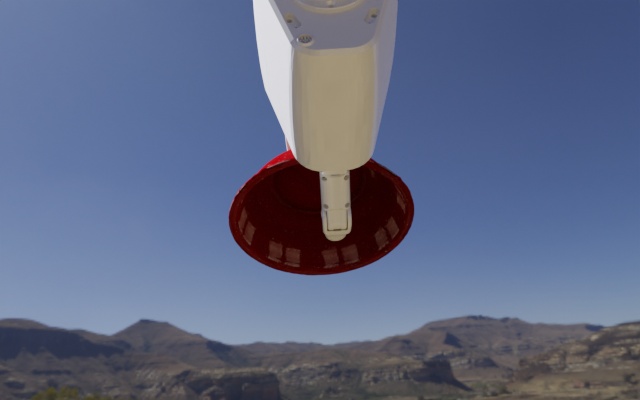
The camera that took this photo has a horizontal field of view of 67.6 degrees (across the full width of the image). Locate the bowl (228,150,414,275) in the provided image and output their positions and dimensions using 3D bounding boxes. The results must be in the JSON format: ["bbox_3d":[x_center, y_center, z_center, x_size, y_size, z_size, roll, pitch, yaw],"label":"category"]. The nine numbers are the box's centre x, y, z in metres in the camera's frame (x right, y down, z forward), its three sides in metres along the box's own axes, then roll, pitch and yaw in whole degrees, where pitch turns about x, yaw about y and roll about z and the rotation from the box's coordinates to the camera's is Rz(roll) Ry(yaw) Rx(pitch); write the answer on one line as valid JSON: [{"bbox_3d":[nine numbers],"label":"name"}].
[{"bbox_3d":[0.000,0.002,0.436,0.162,0.055,0.162,-3,-43,-2],"label":"bowl"}]
